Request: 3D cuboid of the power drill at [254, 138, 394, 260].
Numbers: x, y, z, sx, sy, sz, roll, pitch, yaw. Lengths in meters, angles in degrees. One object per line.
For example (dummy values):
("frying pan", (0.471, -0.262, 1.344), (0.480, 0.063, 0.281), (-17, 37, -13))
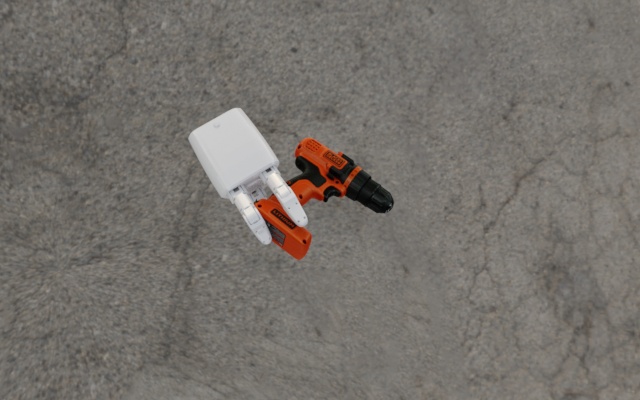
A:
("power drill", (0.000, 0.003, 0.738), (0.184, 0.187, 0.057), (34, -36, 14))
